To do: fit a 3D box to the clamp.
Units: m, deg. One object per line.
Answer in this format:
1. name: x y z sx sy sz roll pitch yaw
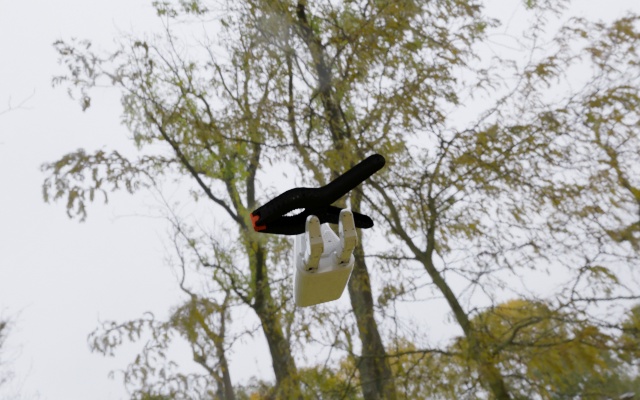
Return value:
1. clamp: -0.001 0.002 0.721 0.210 0.036 0.165 -9 -40 -17
